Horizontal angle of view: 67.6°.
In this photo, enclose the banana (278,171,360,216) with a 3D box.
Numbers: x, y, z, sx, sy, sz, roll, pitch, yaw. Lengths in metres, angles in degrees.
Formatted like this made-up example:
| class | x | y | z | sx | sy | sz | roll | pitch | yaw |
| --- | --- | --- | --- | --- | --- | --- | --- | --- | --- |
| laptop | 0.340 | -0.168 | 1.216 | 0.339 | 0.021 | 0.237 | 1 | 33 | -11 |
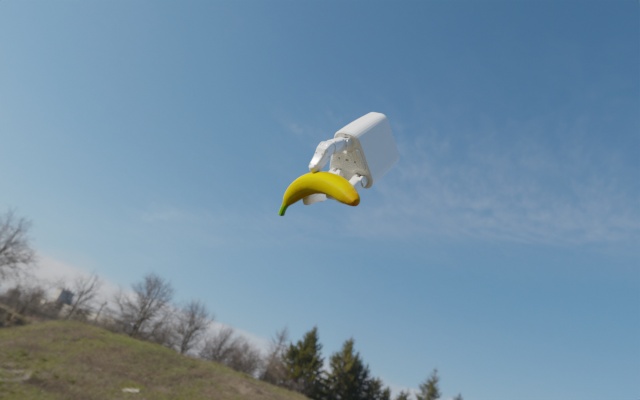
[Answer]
| class | x | y | z | sx | sy | sz | roll | pitch | yaw |
| --- | --- | --- | --- | --- | --- | --- | --- | --- | --- |
| banana | -0.003 | -0.016 | 0.798 | 0.037 | 0.069 | 0.198 | 2 | -7 | -40 |
